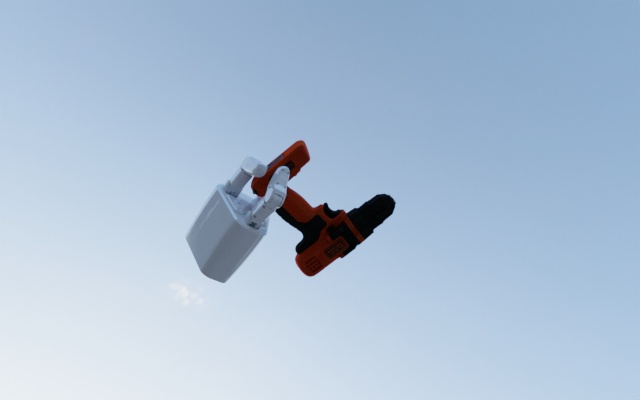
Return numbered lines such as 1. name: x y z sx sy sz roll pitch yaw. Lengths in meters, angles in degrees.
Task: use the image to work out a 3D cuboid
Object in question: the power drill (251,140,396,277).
1. power drill: 0.000 0.002 0.732 0.184 0.188 0.057 -38 15 1
